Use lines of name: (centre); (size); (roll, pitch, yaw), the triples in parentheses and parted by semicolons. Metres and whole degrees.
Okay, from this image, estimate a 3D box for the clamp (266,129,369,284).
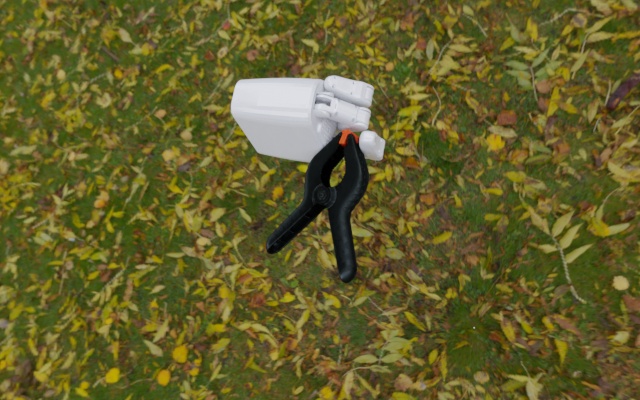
clamp: (0.000, 0.002, 0.554); (0.120, 0.171, 0.039); (8, -12, 24)
